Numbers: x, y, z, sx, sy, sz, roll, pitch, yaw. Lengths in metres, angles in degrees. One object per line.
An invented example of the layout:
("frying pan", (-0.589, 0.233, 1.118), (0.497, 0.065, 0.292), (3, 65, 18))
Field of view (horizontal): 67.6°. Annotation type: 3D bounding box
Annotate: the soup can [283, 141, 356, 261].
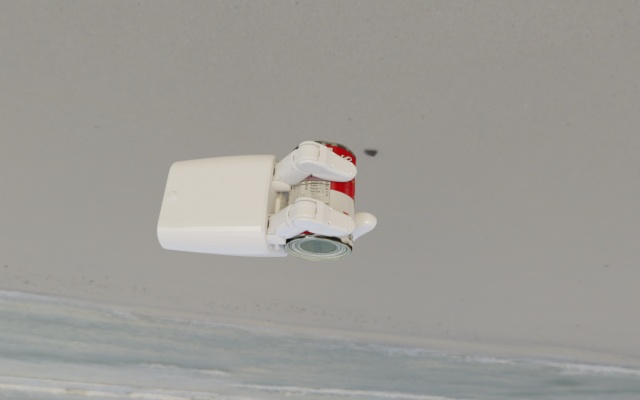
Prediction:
("soup can", (0.001, 0.002, 0.473), (0.068, 0.102, 0.068), (3, -25, 1))
